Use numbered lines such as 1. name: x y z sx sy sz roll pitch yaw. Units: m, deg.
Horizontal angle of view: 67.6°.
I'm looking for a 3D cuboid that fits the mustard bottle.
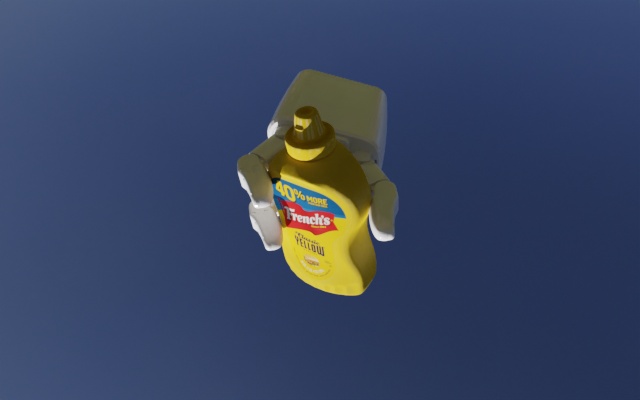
1. mustard bottle: 0.000 0.002 0.430 0.096 0.192 0.058 22 50 29
